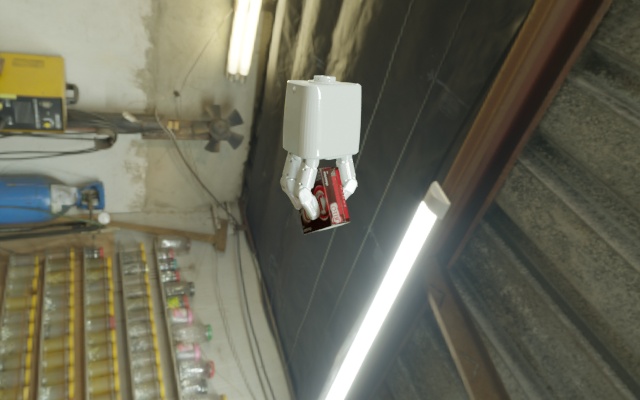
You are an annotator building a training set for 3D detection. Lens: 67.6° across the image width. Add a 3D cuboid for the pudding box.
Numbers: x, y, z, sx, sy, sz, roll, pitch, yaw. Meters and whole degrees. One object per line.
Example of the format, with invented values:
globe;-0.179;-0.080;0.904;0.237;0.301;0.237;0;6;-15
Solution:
pudding box;0.000;0.002;0.769;0.039;0.090;0.113;-8;-7;-24
